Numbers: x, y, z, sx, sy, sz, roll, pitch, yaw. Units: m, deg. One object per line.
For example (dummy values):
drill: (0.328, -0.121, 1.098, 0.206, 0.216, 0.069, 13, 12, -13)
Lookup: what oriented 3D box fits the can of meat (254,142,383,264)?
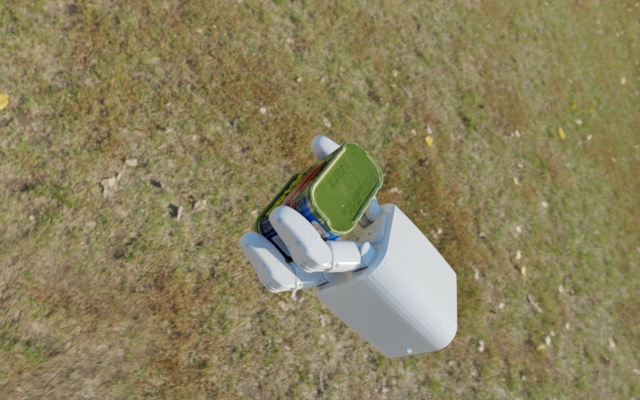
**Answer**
can of meat: (0.000, 0.001, 0.434, 0.084, 0.057, 0.102, -31, 17, 46)
